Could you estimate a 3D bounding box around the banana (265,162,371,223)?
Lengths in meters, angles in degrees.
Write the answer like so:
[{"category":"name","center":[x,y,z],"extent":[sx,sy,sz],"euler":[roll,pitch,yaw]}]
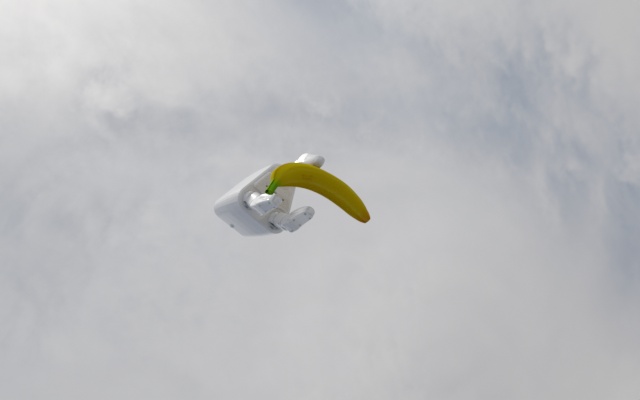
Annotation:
[{"category":"banana","center":[-0.002,-0.016,0.721],"extent":[0.198,0.069,0.037],"euler":[16,-22,-35]}]
